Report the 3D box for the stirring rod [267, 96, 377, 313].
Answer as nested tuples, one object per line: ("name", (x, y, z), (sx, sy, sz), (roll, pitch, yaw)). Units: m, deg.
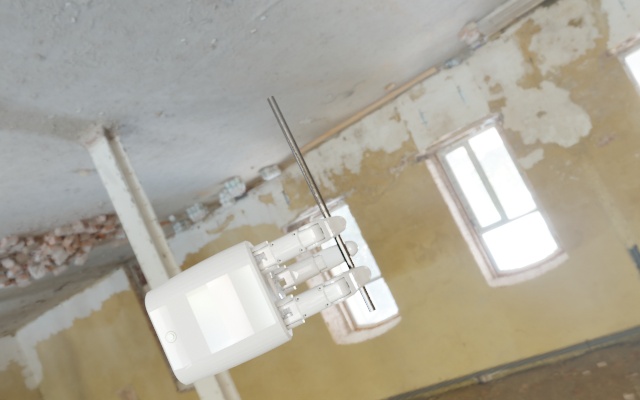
("stirring rod", (0.000, 0.002, 0.484), (0.011, 0.239, 0.011), (-25, -5, -3))
